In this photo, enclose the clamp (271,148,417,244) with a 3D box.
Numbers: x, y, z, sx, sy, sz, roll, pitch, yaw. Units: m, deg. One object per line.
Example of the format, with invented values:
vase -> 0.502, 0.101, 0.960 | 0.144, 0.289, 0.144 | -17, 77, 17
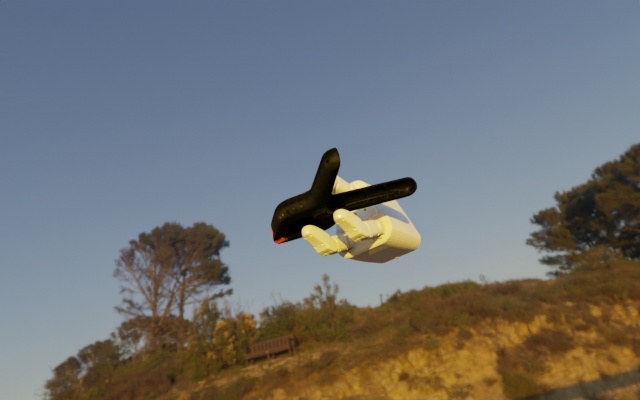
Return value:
clamp -> 0.000, 0.002, 0.624 | 0.210, 0.036, 0.164 | -28, -31, 30
